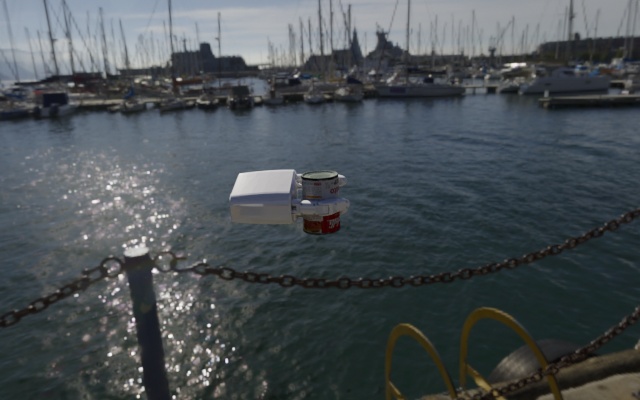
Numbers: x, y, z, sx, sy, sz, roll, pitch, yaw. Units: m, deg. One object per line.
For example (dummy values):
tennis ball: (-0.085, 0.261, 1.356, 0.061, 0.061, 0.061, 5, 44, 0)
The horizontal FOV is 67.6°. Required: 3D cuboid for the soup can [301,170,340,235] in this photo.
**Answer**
soup can: (0.001, 0.003, 0.847, 0.068, 0.102, 0.068, -2, 16, 1)
